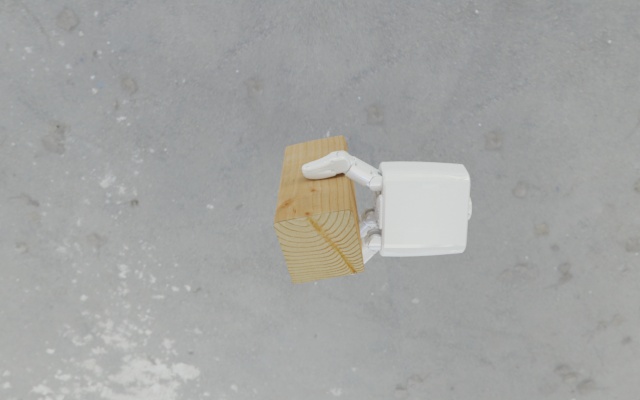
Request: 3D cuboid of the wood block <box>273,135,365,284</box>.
[{"bbox_3d":[0.000,0.002,0.626,0.090,0.091,0.206,-10,30,6],"label":"wood block"}]
